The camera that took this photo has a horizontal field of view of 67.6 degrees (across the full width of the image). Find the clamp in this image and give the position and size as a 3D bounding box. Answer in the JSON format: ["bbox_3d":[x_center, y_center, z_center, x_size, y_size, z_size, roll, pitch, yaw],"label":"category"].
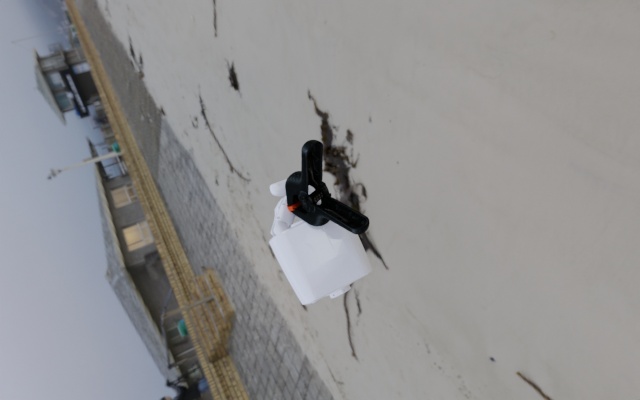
[{"bbox_3d":[-0.001,0.002,0.600,0.039,0.120,0.171,-28,-6,-19],"label":"clamp"}]
